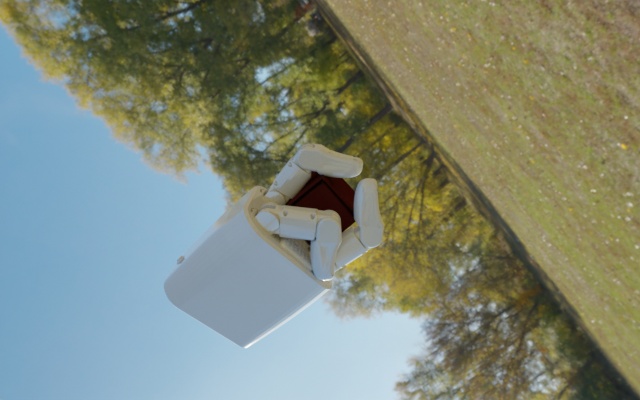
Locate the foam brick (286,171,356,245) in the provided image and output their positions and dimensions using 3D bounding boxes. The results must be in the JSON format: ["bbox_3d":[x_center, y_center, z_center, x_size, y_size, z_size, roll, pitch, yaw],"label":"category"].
[{"bbox_3d":[0.000,0.001,0.463,0.051,0.053,0.078,-40,13,13],"label":"foam brick"}]
